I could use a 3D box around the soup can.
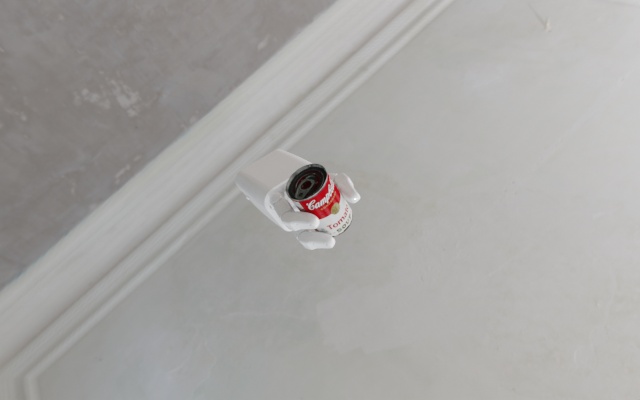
[{"bbox_3d":[0.001,0.003,0.727,0.068,0.068,0.102,0,-36,32],"label":"soup can"}]
